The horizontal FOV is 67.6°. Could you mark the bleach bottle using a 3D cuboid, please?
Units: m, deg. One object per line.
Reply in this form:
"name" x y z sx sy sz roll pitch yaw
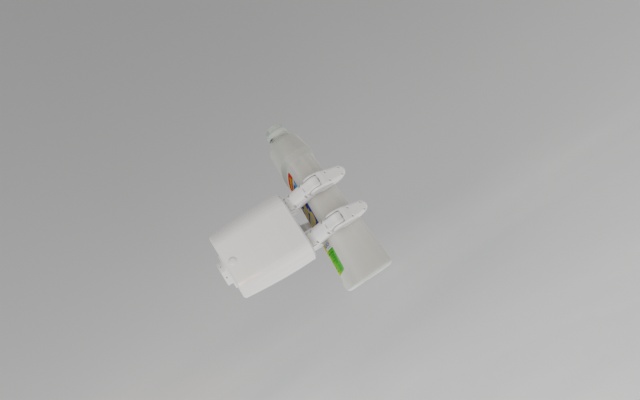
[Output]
"bleach bottle" 0.000 0.002 0.672 0.068 0.250 0.102 -31 -12 -12
